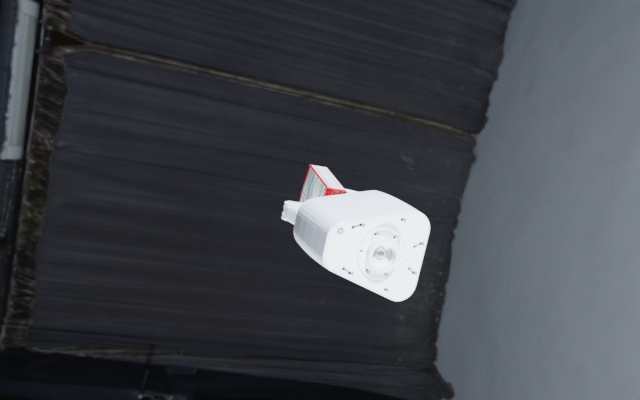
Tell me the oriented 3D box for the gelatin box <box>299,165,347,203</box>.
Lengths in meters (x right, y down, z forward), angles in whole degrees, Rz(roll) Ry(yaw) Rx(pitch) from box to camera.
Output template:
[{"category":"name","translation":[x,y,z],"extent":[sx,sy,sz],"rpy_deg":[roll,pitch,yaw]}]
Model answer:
[{"category":"gelatin box","translation":[0.000,0.002,0.633],"extent":[0.030,0.073,0.089],"rpy_deg":[8,21,-22]}]
